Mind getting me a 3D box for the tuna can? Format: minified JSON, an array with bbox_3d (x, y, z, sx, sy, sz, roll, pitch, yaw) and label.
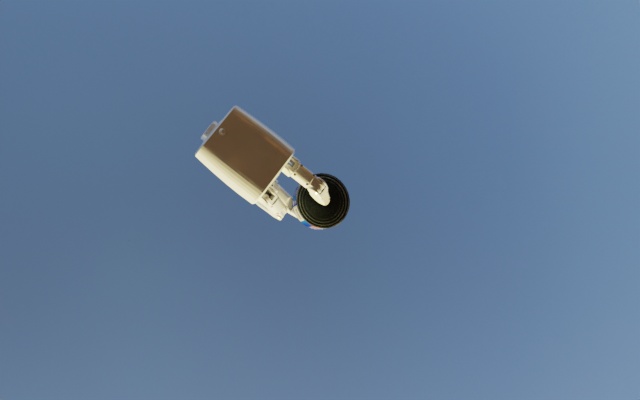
[{"bbox_3d":[0.000,0.003,0.746,0.086,0.086,0.034,0,-8,-17],"label":"tuna can"}]
